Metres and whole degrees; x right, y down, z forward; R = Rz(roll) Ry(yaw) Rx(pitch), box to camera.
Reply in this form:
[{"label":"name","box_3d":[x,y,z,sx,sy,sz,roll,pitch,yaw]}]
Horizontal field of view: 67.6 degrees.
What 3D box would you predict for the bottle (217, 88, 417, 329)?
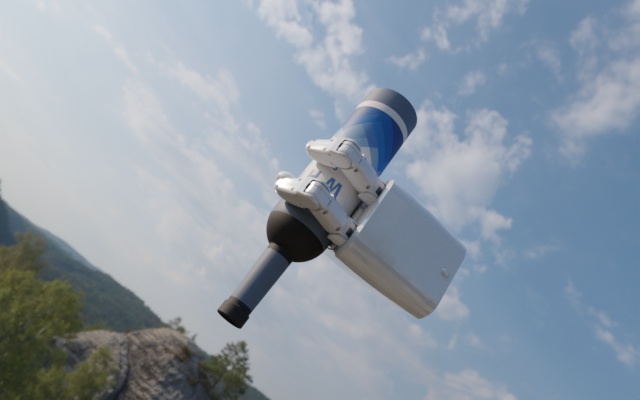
[{"label":"bottle","box_3d":[0.000,0.001,0.487,0.069,0.295,0.069,30,-26,17]}]
